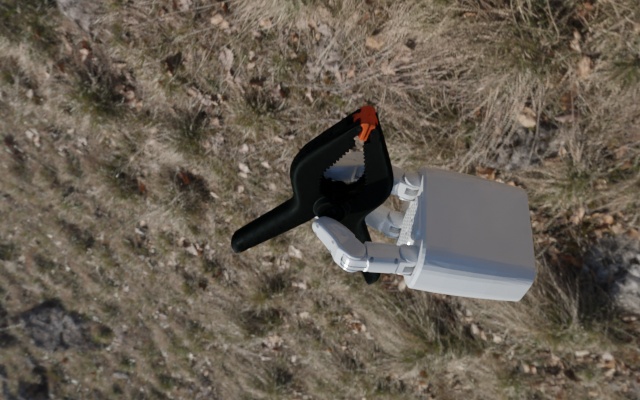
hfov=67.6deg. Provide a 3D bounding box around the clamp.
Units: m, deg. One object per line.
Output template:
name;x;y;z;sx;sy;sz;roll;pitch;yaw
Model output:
clamp;0.000;0.002;0.454;0.164;0.210;0.036;9;43;-5
